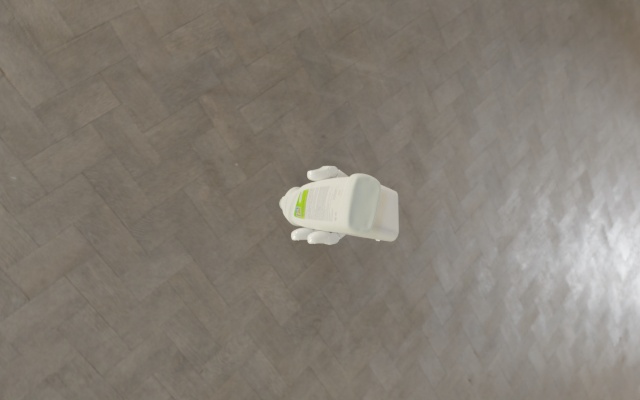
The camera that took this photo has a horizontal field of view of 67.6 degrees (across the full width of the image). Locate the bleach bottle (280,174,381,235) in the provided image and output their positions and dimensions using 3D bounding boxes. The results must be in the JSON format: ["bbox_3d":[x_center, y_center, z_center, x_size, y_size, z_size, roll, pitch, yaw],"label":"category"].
[{"bbox_3d":[0.000,0.003,0.878,0.068,0.102,0.251,16,-6,-34],"label":"bleach bottle"}]
